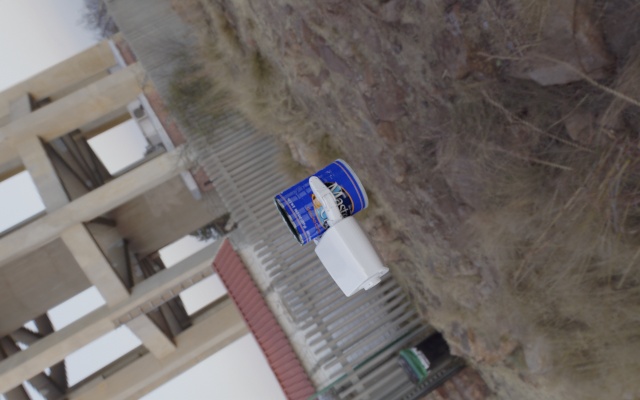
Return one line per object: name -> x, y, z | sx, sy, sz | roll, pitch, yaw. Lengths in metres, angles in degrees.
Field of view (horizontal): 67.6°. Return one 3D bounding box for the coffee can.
coffee can -> 0.000, 0.003, 0.859 | 0.140, 0.103, 0.103 | -31, 6, -11
